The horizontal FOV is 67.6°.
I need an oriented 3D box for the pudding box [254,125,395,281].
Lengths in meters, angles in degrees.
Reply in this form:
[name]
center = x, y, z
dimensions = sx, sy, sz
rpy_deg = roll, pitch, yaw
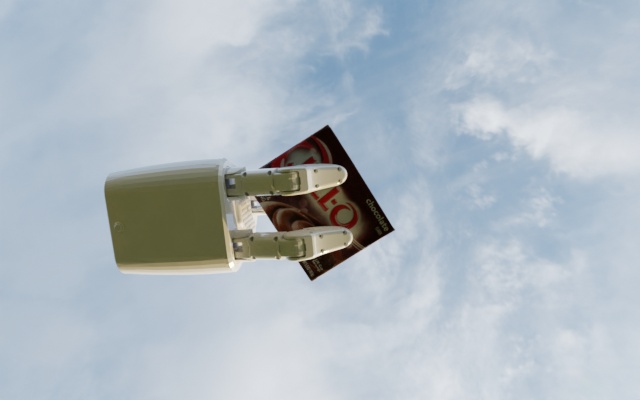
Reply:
[pudding box]
center = 0.000, 0.001, 0.435
dimensions = 0.090, 0.113, 0.039
rpy_deg = -32, 6, 8
